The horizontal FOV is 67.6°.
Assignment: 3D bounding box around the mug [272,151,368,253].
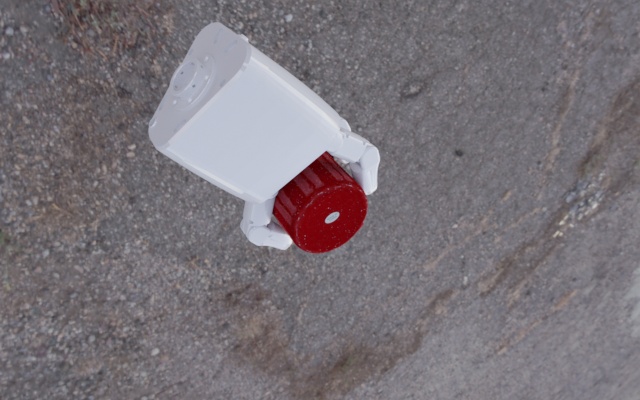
[{"bbox_3d":[0.001,0.002,0.476,0.117,0.093,0.081,29,14,-44],"label":"mug"}]
